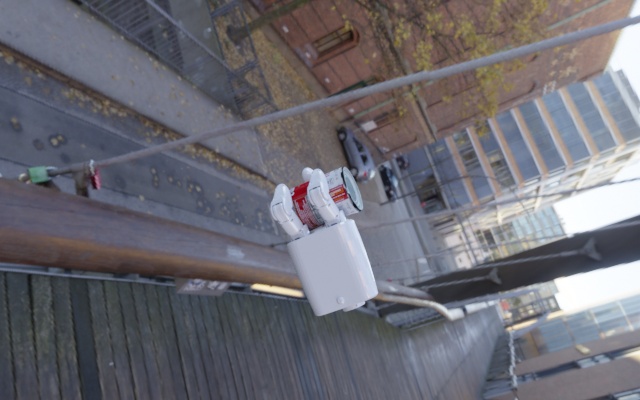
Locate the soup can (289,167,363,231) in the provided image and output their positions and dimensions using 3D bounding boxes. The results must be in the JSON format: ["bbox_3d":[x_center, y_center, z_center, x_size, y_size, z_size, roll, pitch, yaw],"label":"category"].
[{"bbox_3d":[0.000,0.002,0.669,0.102,0.068,0.068,-22,-7,16],"label":"soup can"}]
